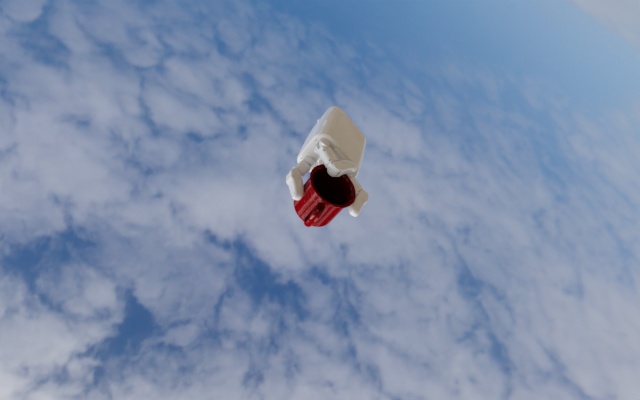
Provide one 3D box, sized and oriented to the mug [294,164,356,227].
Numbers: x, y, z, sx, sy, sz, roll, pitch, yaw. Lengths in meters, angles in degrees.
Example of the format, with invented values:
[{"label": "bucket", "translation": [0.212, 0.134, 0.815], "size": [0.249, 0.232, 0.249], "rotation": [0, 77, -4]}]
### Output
[{"label": "mug", "translation": [0.000, 0.004, 0.854], "size": [0.093, 0.117, 0.081], "rotation": [32, -46, -10]}]
